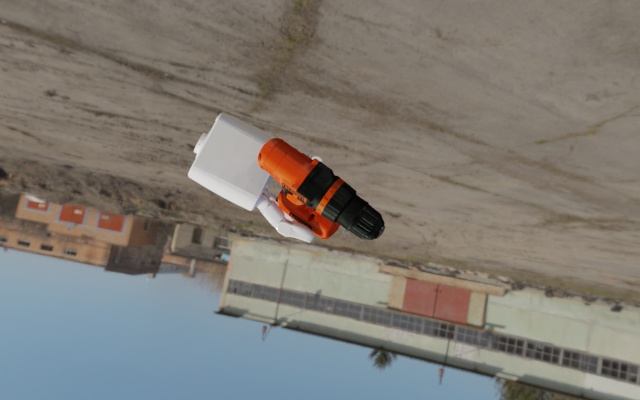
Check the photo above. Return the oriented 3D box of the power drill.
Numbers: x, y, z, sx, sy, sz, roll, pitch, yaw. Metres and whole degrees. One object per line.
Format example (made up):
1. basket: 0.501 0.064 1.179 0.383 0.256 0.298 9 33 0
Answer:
1. power drill: 0.000 0.002 0.663 0.184 0.057 0.188 38 -13 7
